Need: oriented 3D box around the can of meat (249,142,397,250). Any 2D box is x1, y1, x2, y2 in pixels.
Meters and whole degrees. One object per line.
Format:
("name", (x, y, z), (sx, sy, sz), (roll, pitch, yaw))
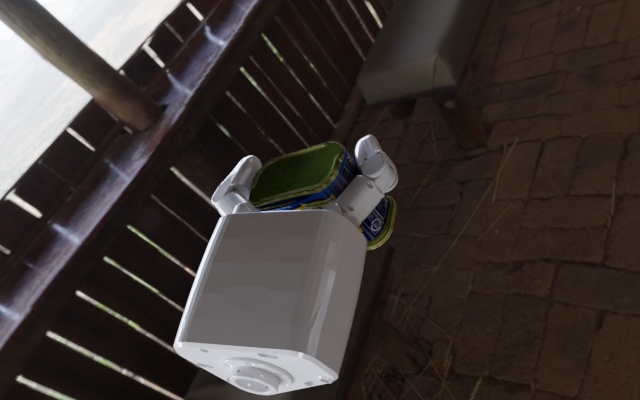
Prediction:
("can of meat", (0.000, 0.001, 0.415), (0.102, 0.057, 0.084), (-13, -45, 37))
